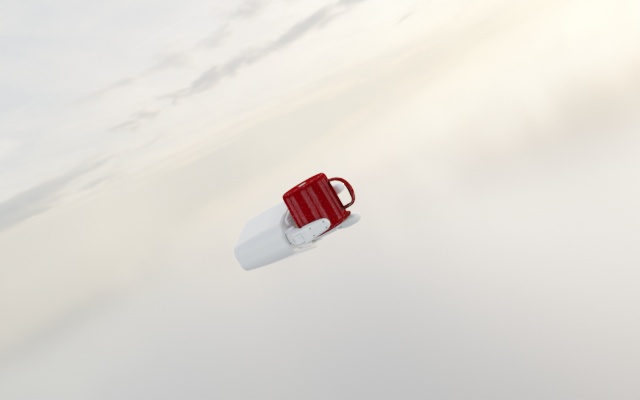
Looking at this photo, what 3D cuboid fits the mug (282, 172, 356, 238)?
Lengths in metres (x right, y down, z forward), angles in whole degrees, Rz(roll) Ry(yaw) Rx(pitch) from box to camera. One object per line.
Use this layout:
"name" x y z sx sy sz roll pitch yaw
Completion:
"mug" 0.001 0.002 0.773 0.117 0.081 0.093 -26 9 24
